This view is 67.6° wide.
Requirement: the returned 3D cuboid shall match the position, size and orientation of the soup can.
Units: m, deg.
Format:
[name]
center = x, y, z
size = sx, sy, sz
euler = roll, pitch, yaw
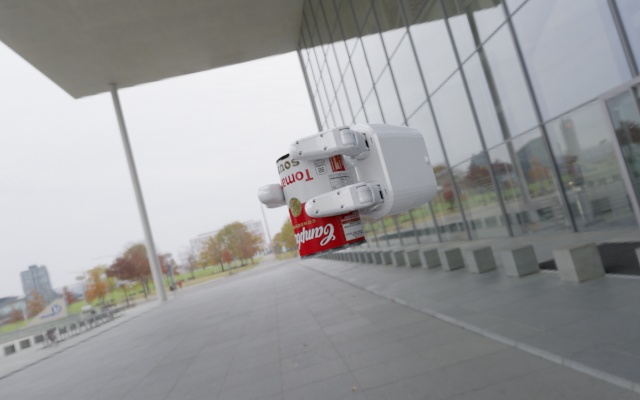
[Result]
[soup can]
center = 0.000, 0.001, 0.474
size = 0.068, 0.102, 0.068
euler = -15, -5, -1
